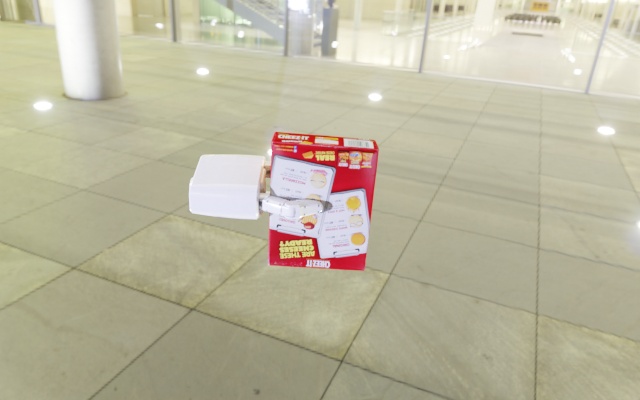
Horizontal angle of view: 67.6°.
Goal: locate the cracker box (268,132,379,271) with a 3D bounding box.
[{"bbox_3d":[0.000,0.002,0.776,0.164,0.214,0.072,4,24,-1],"label":"cracker box"}]
